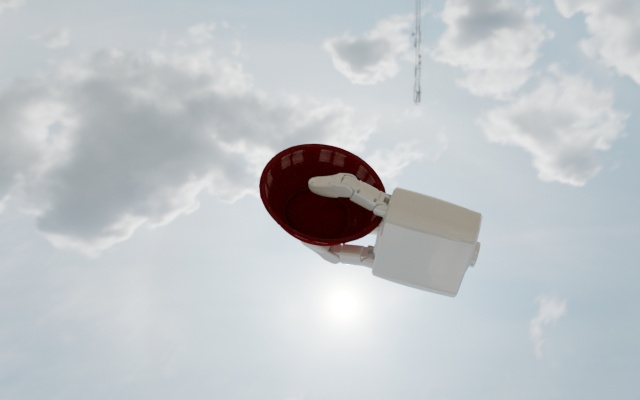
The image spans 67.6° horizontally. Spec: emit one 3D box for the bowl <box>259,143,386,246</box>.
[{"bbox_3d":[-0.001,0.002,0.613,0.162,0.162,0.055,0,-38,-13],"label":"bowl"}]
